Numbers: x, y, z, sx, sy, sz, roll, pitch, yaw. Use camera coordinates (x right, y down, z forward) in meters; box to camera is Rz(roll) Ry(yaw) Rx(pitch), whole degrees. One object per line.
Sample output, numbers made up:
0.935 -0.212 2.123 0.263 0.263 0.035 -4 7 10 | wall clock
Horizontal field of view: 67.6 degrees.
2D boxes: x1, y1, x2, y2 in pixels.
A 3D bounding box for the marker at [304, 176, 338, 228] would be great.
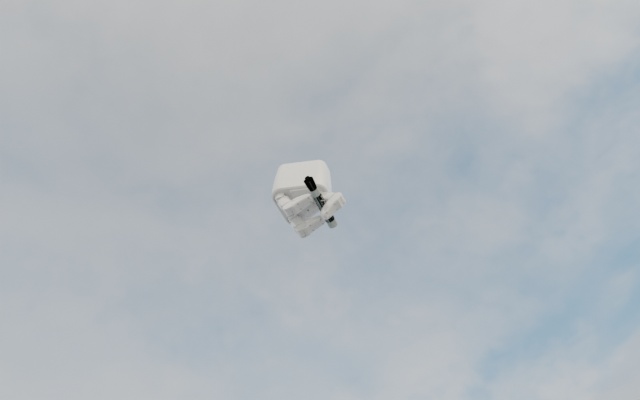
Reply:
0.000 0.003 0.900 0.020 0.121 0.020 -21 32 14 | marker
